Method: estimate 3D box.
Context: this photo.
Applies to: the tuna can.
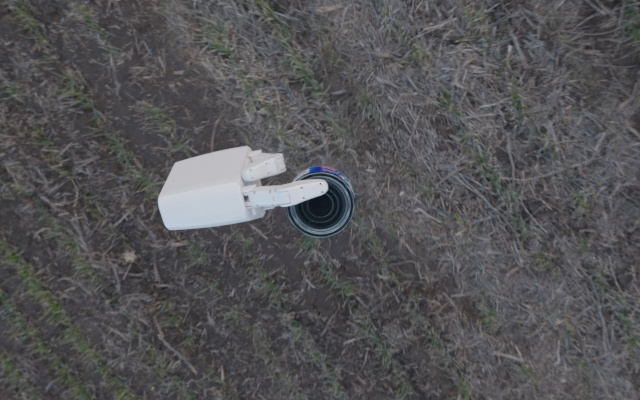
[{"bbox_3d":[0.000,0.002,0.590,0.086,0.086,0.033,0,15,1],"label":"tuna can"}]
